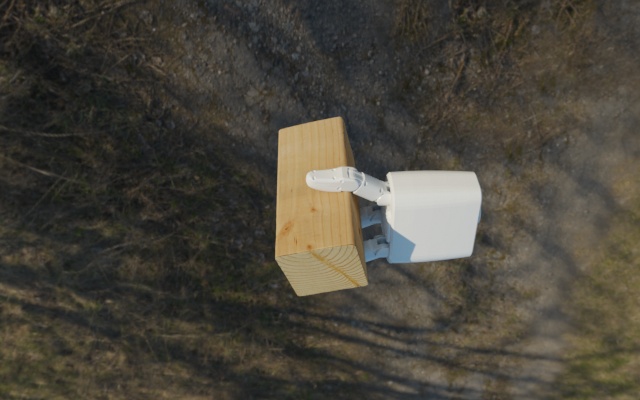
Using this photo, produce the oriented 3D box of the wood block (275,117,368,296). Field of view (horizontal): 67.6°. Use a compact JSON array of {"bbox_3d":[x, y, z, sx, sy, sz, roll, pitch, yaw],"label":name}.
[{"bbox_3d":[0.000,0.002,0.602,0.090,0.206,0.091,-11,-41,9],"label":"wood block"}]
